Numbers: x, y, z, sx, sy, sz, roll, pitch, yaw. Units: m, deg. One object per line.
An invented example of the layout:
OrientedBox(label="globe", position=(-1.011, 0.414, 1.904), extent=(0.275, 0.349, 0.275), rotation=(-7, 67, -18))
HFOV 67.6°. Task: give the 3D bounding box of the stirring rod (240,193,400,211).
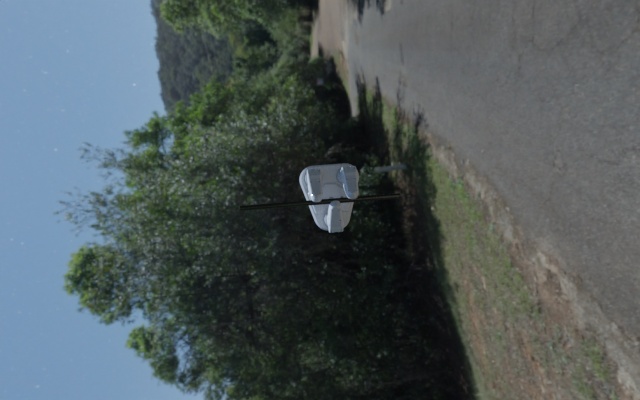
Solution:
OrientedBox(label="stirring rod", position=(0.000, 0.002, 0.718), extent=(0.239, 0.011, 0.011), rotation=(-5, 0, -3))
